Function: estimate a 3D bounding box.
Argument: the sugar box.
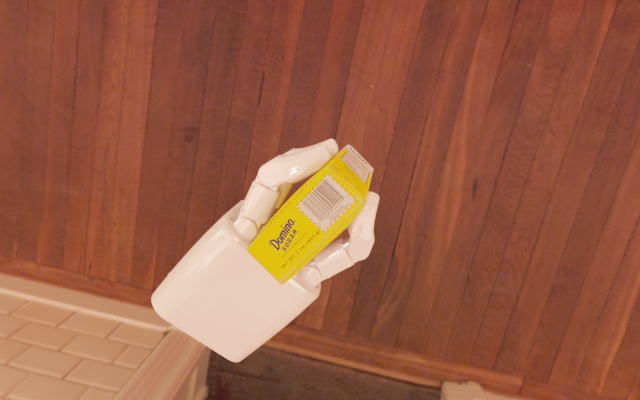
[{"bbox_3d":[0.000,0.001,0.431,0.093,0.048,0.176,-44,5,13],"label":"sugar box"}]
